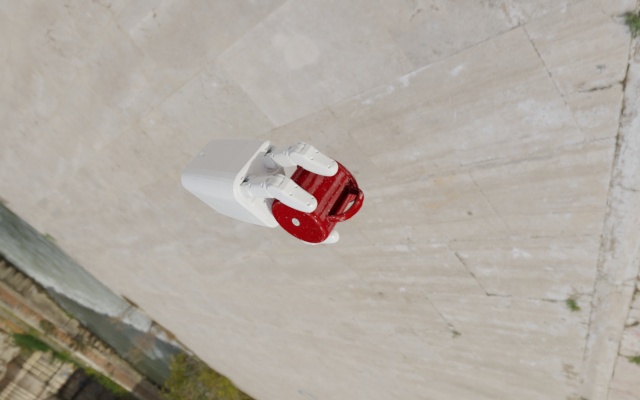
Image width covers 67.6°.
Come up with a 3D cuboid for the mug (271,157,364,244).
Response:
[{"bbox_3d":[0.001,0.002,0.602,0.117,0.081,0.093,9,-38,35],"label":"mug"}]
